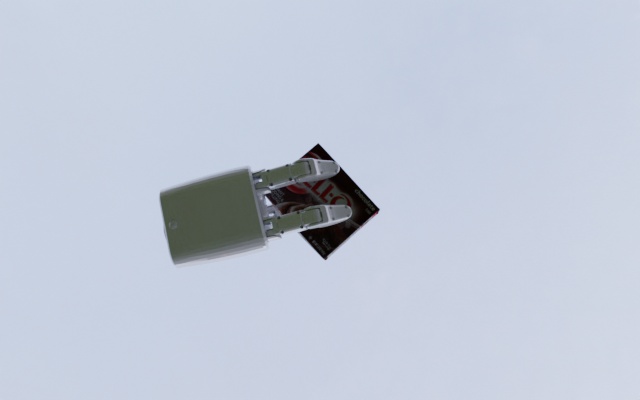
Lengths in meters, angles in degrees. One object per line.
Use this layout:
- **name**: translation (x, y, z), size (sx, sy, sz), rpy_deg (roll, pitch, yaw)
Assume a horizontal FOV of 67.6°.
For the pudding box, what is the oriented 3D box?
- **pudding box**: translation (0.000, 0.002, 0.574), size (0.090, 0.113, 0.039), rpy_deg (-41, -7, -8)
